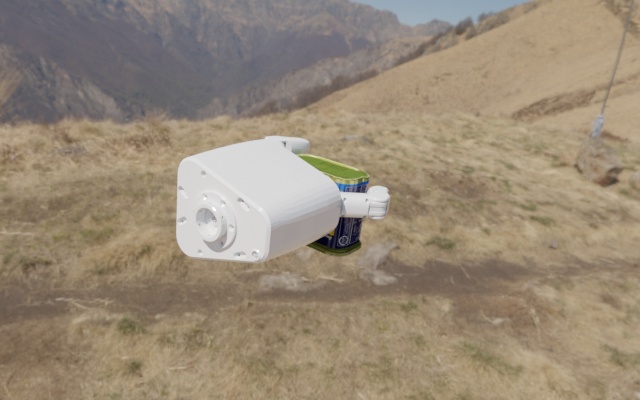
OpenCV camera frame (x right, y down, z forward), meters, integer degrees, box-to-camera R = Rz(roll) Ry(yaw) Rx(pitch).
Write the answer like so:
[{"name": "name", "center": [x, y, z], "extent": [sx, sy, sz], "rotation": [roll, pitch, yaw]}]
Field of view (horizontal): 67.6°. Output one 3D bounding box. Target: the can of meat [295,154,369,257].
[{"name": "can of meat", "center": [0.000, 0.001, 0.520], "extent": [0.102, 0.084, 0.057], "rotation": [20, 23, 32]}]
